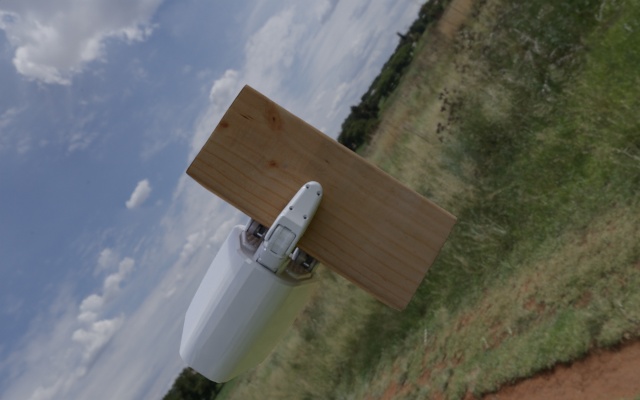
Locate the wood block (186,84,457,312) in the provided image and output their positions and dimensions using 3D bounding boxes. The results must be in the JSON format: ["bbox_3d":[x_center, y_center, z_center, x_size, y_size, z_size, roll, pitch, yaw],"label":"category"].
[{"bbox_3d":[0.000,0.002,0.424,0.206,0.090,0.091,32,-8,1],"label":"wood block"}]
